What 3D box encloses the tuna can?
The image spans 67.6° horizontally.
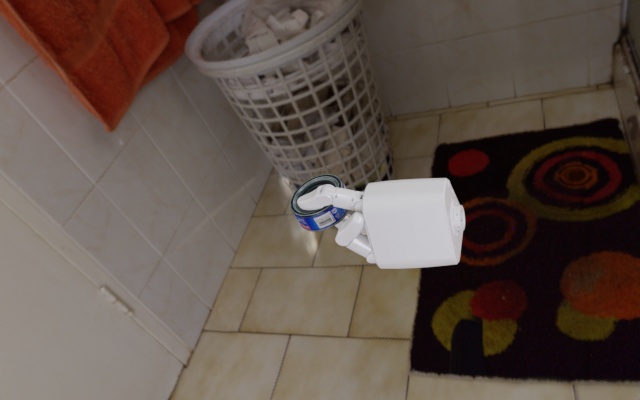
[{"bbox_3d":[0.000,0.002,0.691,0.086,0.086,0.034,0,-43,35],"label":"tuna can"}]
